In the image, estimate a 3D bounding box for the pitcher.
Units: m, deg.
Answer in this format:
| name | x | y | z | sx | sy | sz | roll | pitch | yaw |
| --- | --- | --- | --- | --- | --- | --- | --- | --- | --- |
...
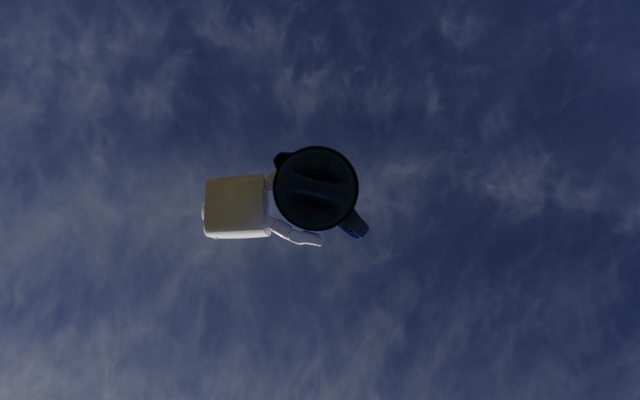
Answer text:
| name | x | y | z | sx | sy | sz | roll | pitch | yaw |
| --- | --- | --- | --- | --- | --- | --- | --- | --- | --- |
| pitcher | 0.000 | 0.003 | 0.842 | 0.145 | 0.149 | 0.243 | -6 | -7 | 0 |
